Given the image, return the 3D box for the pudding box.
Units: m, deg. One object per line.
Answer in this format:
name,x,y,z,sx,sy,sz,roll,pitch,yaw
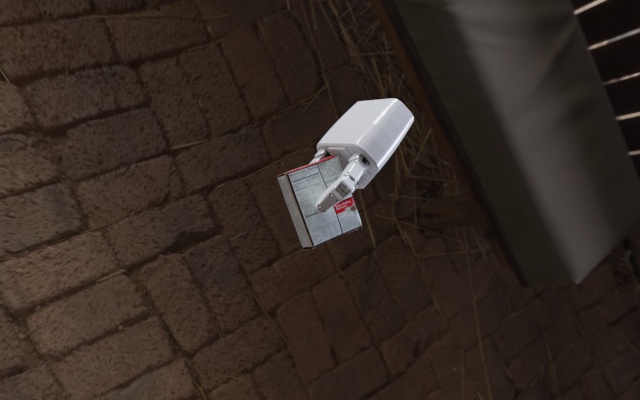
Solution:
pudding box,0.000,0.002,0.675,0.090,0.113,0.039,-21,2,-27
